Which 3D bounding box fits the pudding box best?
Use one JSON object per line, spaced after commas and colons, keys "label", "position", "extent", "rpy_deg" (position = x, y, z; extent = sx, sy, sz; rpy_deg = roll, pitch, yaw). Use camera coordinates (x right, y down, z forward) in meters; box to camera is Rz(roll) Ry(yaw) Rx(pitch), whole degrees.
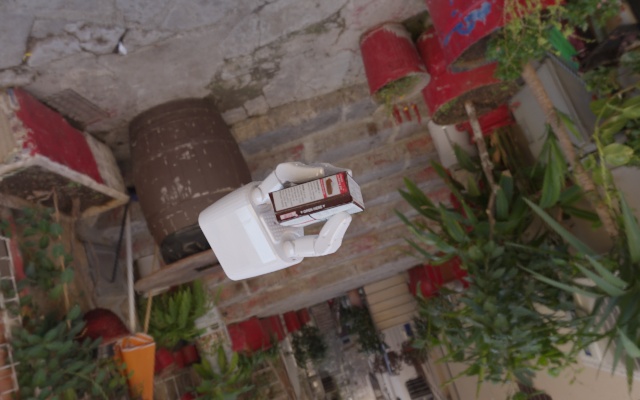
{"label": "pudding box", "position": [0.000, 0.002, 0.556], "extent": [0.090, 0.039, 0.113], "rpy_deg": [-16, -7, 9]}
